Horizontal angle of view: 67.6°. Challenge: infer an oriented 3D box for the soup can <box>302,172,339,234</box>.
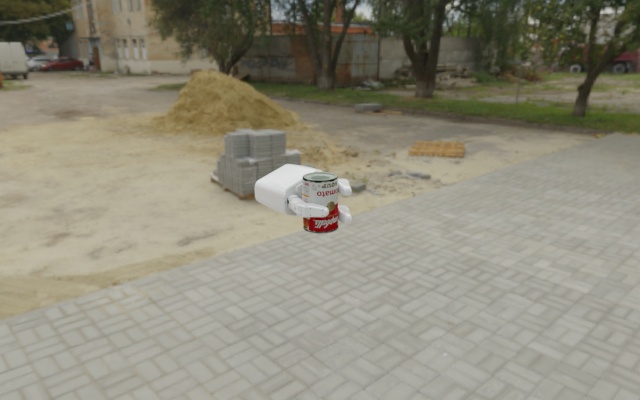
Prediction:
[{"bbox_3d":[0.000,0.003,0.896,0.068,0.102,0.068,-1,17,0],"label":"soup can"}]
